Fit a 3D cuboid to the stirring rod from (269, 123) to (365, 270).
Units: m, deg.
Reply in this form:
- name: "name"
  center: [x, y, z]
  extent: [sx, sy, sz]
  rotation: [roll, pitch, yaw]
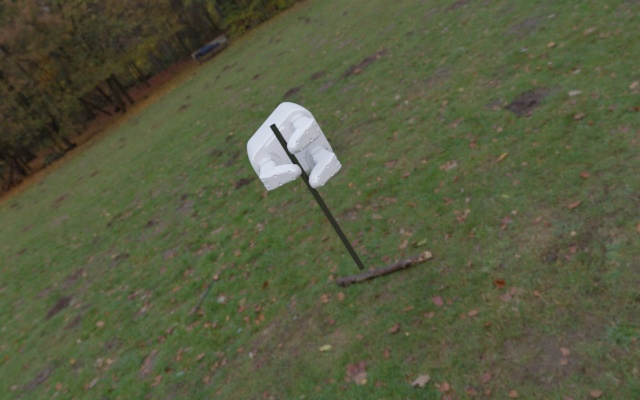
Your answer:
- name: "stirring rod"
  center: [0.000, 0.002, 0.628]
  extent: [0.011, 0.240, 0.011]
  rotation: [-27, 24, 13]
